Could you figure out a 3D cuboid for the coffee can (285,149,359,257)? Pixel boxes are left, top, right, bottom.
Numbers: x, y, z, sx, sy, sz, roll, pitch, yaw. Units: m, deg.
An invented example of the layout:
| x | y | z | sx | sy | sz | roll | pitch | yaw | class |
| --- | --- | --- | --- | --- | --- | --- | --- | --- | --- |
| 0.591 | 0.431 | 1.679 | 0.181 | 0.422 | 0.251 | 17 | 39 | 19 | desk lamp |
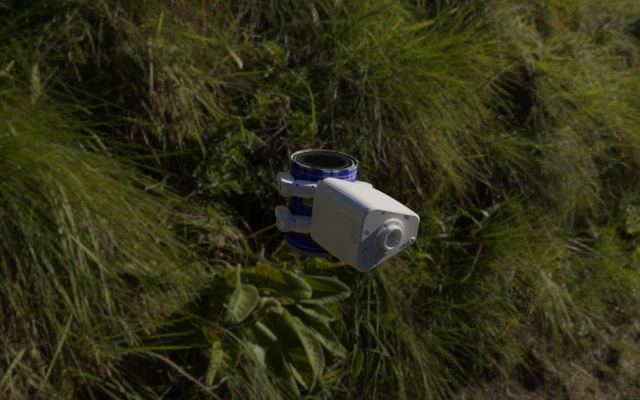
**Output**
| x | y | z | sx | sy | sz | roll | pitch | yaw | class |
| --- | --- | --- | --- | --- | --- | --- | --- | --- | --- |
| 0.000 | 0.002 | 0.741 | 0.103 | 0.140 | 0.102 | 4 | 22 | -2 | coffee can |
